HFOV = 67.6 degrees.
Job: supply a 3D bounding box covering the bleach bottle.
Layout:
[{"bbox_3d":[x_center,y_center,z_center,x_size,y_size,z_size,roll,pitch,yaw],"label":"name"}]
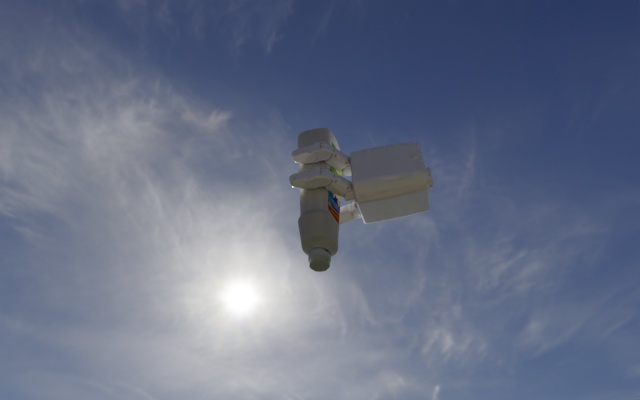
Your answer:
[{"bbox_3d":[0.000,0.002,0.732,0.068,0.250,0.103,-11,-44,11],"label":"bleach bottle"}]
